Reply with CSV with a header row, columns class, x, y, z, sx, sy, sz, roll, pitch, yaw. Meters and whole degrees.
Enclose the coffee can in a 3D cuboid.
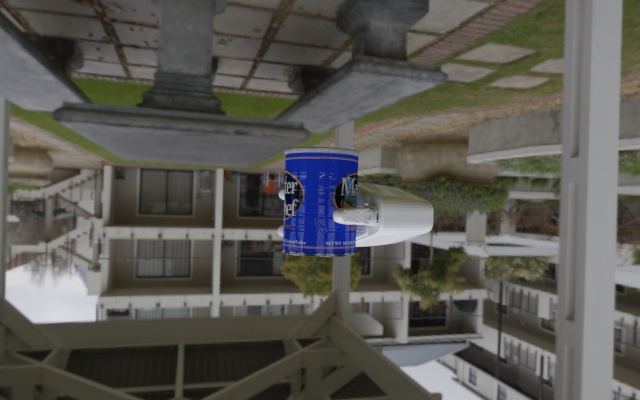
class,x,y,z,sx,sy,sz,roll,pitch,yaw
coffee can,0.000,0.002,0.657,0.103,0.140,0.103,2,-1,0
